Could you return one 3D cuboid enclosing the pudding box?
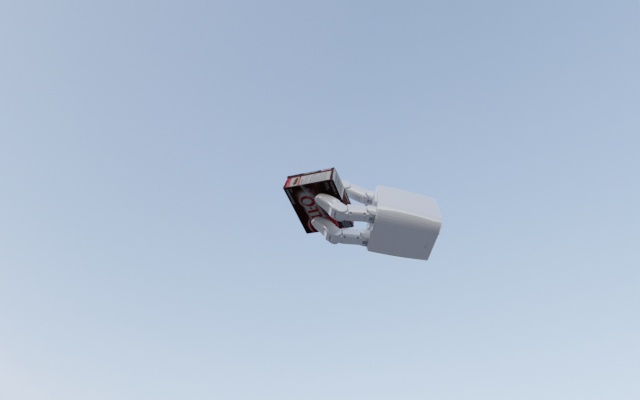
[{"bbox_3d":[0.000,0.003,0.812,0.090,0.114,0.039,-10,37,20],"label":"pudding box"}]
